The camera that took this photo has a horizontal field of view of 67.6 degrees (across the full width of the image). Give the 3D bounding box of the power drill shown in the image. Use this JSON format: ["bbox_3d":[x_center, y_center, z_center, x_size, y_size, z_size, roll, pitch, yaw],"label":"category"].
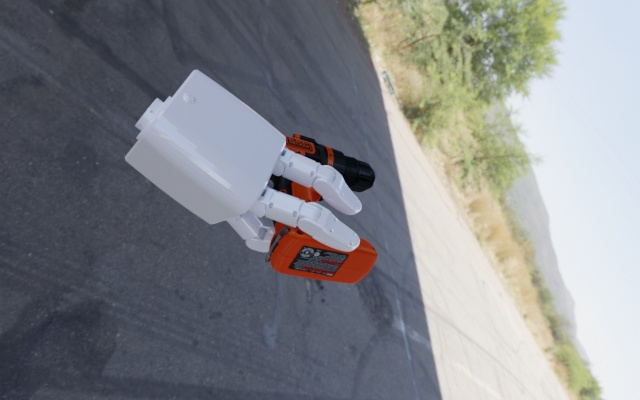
[{"bbox_3d":[0.000,0.002,0.531,0.184,0.057,0.187,12,37,-25],"label":"power drill"}]
